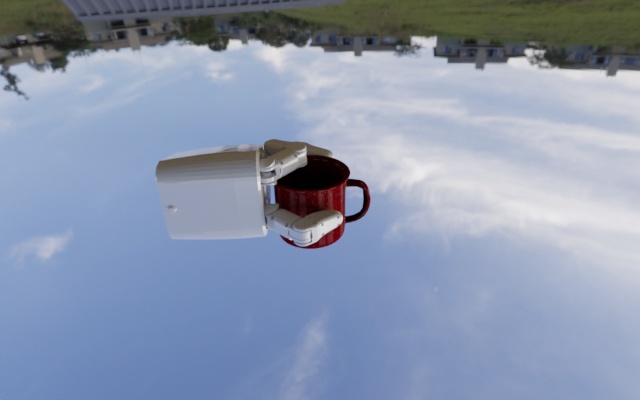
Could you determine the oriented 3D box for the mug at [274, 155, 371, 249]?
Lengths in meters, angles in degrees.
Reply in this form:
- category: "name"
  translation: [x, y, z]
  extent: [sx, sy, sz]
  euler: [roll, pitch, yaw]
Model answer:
- category: "mug"
  translation: [0.002, 0.002, 0.560]
  extent: [0.117, 0.081, 0.093]
  euler: [-3, 30, -2]
